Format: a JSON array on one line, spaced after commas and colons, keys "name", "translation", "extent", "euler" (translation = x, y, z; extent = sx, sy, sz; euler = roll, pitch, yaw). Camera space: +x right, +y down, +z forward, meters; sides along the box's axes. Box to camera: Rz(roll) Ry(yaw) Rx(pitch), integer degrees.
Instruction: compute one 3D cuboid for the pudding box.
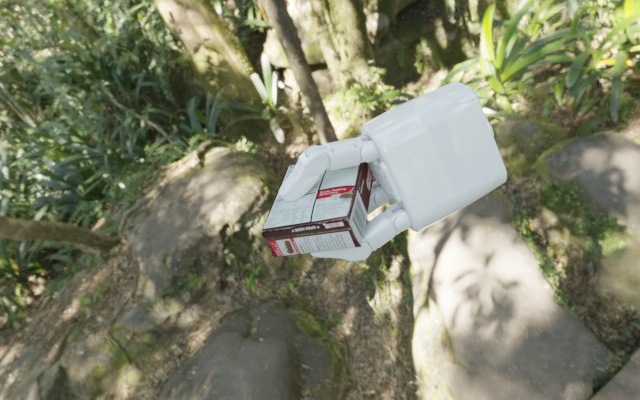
[{"name": "pudding box", "translation": [0.000, 0.001, 0.473], "extent": [0.090, 0.039, 0.113], "euler": [-10, 34, 21]}]
